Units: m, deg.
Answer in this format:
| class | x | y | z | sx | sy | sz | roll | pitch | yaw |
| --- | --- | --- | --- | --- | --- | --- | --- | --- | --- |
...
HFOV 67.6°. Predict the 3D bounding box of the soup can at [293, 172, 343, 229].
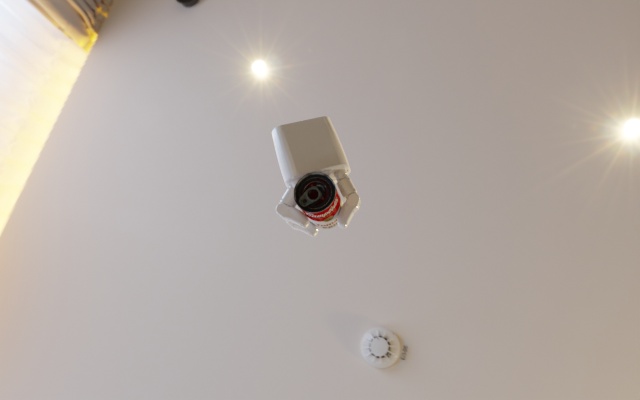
| class | x | y | z | sx | sy | sz | roll | pitch | yaw |
| --- | --- | --- | --- | --- | --- | --- | --- | --- | --- |
| soup can | 0.000 | 0.003 | 0.787 | 0.068 | 0.068 | 0.102 | 0 | -18 | 11 |
